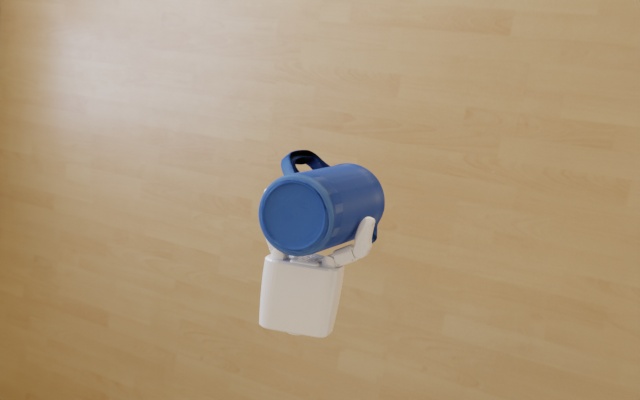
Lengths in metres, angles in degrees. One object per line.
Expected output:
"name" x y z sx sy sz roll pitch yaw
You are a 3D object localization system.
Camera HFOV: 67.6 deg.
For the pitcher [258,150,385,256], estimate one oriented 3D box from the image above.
"pitcher" 0.000 0.003 0.718 0.149 0.145 0.243 10 7 19
